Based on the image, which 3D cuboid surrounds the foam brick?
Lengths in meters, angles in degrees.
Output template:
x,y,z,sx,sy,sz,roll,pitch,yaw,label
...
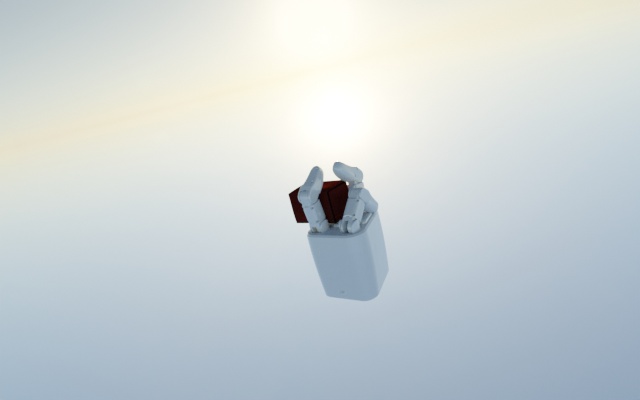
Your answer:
x,y,z,sx,sy,sz,roll,pitch,yaw,label
0.000,0.002,0.725,0.078,0.051,0.053,-2,21,39,foam brick
